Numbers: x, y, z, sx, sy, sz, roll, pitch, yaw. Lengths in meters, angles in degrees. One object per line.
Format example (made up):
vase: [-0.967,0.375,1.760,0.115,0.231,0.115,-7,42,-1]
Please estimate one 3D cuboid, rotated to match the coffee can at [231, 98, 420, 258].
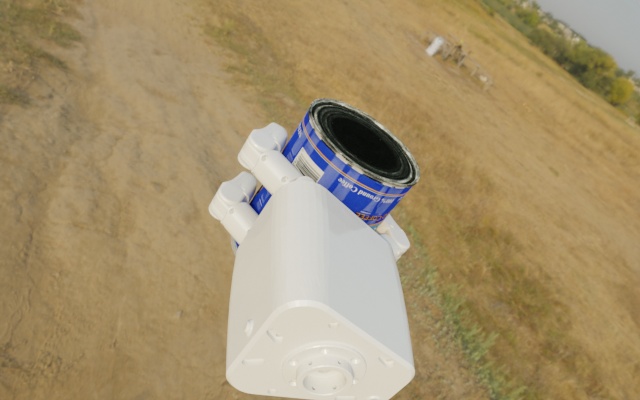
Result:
coffee can: [0.000,0.001,0.404,0.103,0.102,0.140,0,-44,-45]
